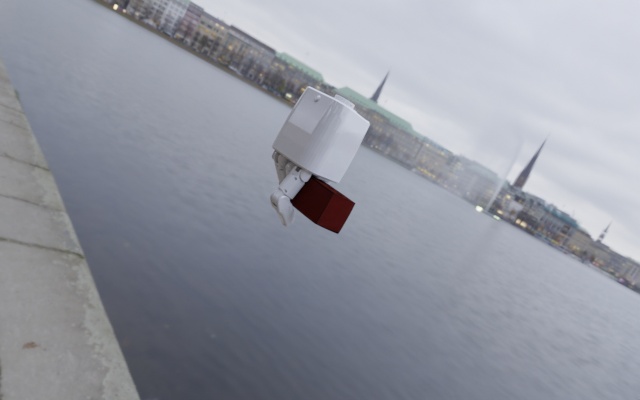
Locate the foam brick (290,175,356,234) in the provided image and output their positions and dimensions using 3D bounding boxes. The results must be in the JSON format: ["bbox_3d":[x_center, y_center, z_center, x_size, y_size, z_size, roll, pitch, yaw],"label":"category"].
[{"bbox_3d":[0.000,0.002,0.683,0.053,0.051,0.078,26,8,-47],"label":"foam brick"}]
